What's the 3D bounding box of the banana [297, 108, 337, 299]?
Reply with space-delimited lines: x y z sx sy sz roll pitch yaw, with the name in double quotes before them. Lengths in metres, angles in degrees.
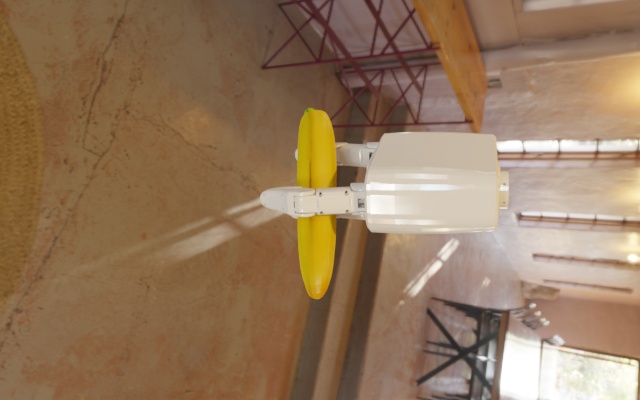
"banana" -0.002 -0.005 0.458 0.037 0.197 0.069 -1 -10 6
